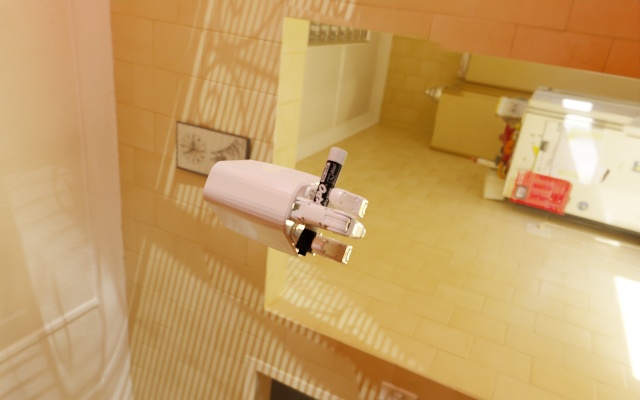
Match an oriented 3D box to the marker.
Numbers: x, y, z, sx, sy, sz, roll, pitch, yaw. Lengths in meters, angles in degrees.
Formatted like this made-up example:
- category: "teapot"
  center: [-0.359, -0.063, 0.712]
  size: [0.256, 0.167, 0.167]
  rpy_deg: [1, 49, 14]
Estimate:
- category: "marker"
  center: [0.000, 0.002, 0.513]
  size: [0.020, 0.121, 0.020]
  rpy_deg: [20, -6, 2]
